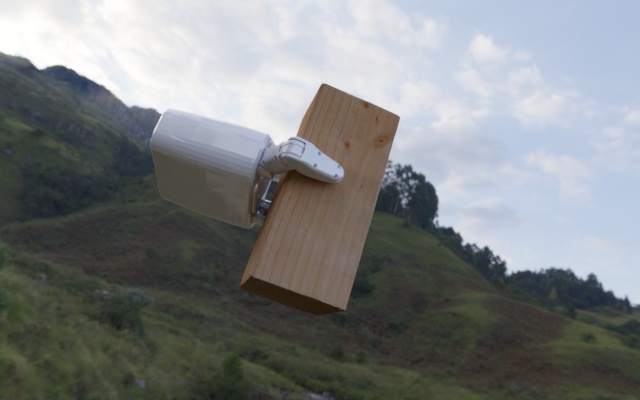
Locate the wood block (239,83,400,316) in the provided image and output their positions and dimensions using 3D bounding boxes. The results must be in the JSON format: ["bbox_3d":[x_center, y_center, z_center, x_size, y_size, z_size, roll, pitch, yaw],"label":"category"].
[{"bbox_3d":[0.000,0.001,0.483,0.090,0.206,0.091,22,-21,-9],"label":"wood block"}]
